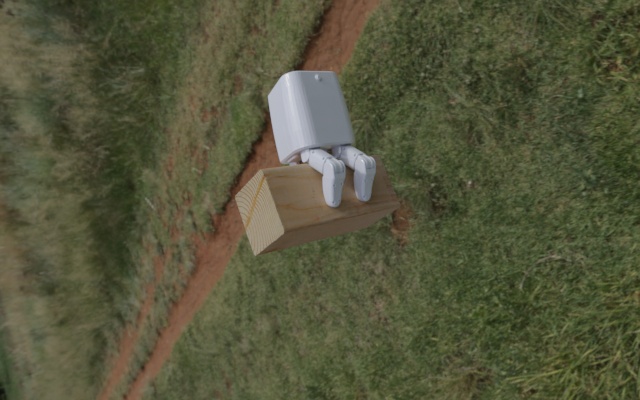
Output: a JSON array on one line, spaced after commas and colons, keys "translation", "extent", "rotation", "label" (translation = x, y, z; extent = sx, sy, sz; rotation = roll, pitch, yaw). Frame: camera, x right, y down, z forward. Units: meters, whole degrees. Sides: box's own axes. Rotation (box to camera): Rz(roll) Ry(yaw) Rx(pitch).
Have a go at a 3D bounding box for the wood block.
[{"translation": [0.000, 0.002, 0.673], "extent": [0.206, 0.090, 0.091], "rotation": [-11, -17, -37], "label": "wood block"}]
